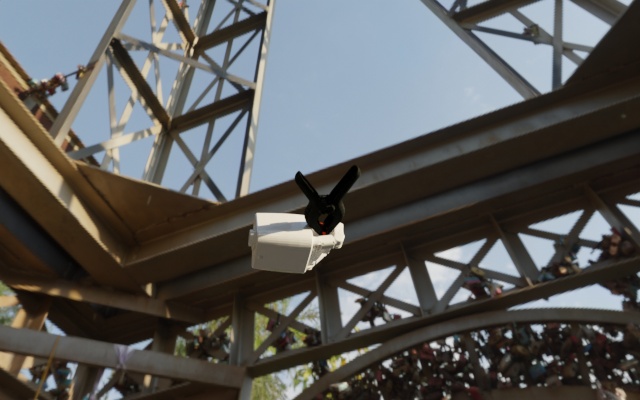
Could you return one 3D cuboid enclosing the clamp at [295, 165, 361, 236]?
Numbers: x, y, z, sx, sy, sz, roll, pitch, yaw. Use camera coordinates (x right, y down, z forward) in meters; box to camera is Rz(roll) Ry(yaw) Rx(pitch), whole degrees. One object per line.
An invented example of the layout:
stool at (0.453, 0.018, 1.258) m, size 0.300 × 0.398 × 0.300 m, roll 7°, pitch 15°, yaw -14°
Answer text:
clamp at (0.000, 0.003, 0.899) m, size 0.120 × 0.172 × 0.039 m, roll 4°, pitch 38°, yaw -14°
